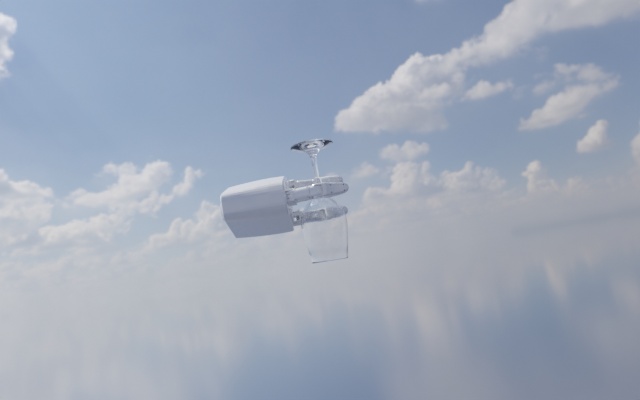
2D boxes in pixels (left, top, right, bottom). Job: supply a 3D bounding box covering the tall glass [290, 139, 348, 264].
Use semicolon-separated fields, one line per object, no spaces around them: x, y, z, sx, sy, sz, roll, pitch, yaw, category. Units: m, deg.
0.000;0.002;0.806;0.079;0.201;0.079;-9;-7;-1;tall glass
